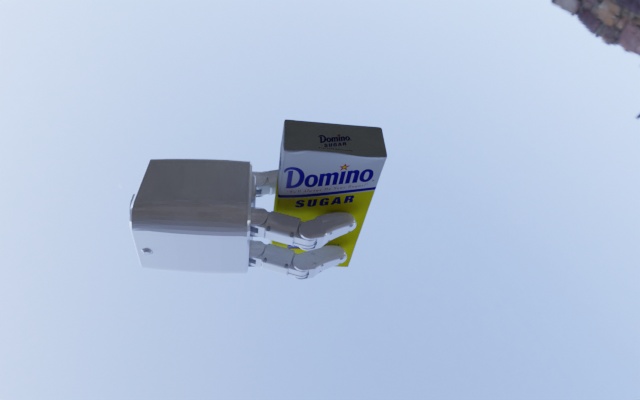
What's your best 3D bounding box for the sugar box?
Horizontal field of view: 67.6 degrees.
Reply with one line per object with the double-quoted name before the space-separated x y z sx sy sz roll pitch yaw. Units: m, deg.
"sugar box" 0.000 0.002 0.481 0.093 0.048 0.176 3 -39 -8
